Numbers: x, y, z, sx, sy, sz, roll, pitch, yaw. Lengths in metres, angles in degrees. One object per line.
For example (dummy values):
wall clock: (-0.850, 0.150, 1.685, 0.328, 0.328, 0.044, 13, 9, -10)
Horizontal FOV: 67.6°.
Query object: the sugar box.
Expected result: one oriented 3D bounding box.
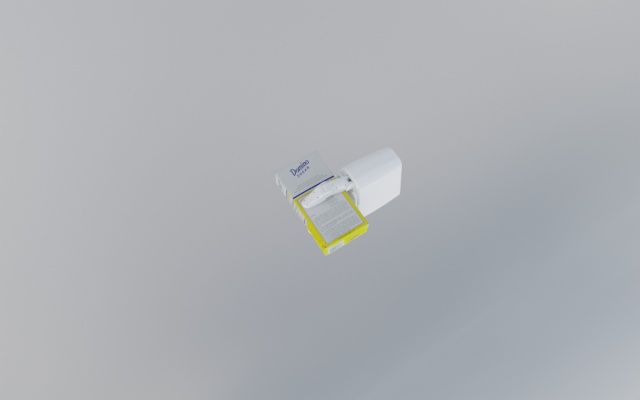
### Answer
sugar box: (0.000, 0.003, 0.878, 0.093, 0.176, 0.048, -29, -22, -16)
